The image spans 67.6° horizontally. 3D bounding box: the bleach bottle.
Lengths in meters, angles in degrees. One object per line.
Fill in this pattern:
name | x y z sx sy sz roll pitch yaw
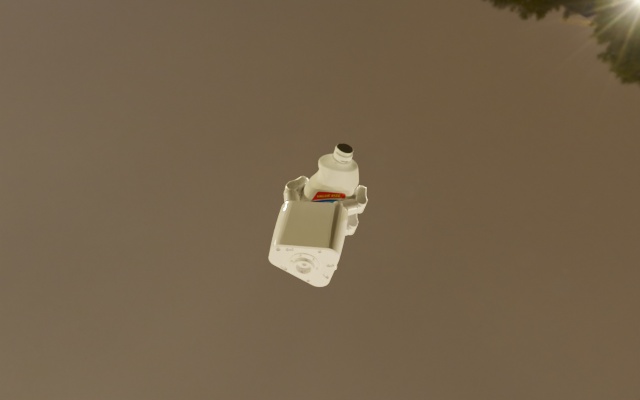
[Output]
bleach bottle | 0.000 0.003 0.860 0.102 0.251 0.068 16 40 -4
